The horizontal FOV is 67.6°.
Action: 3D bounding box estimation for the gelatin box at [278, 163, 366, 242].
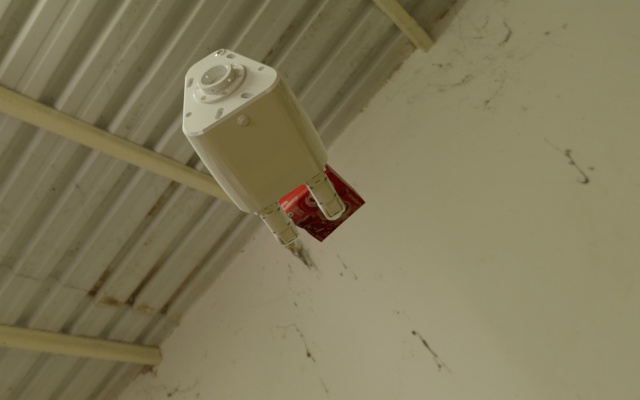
[{"bbox_3d":[0.000,0.002,0.545,0.089,0.073,0.030,39,11,-50],"label":"gelatin box"}]
